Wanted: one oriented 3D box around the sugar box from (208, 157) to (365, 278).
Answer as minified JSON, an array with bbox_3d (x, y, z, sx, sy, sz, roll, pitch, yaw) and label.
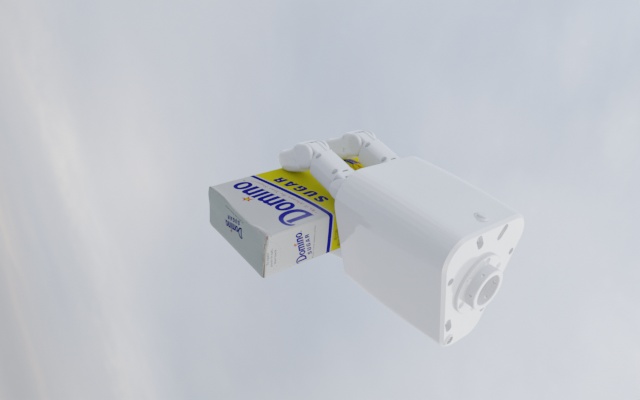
[{"bbox_3d":[0.000,0.001,0.429,0.176,0.048,0.093,-16,35,-35],"label":"sugar box"}]
